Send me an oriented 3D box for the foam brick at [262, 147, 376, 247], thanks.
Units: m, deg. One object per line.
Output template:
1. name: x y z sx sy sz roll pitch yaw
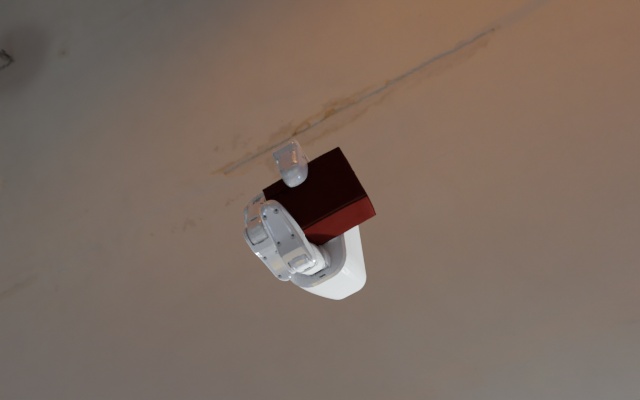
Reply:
1. foam brick: 0.000 0.001 0.410 0.078 0.053 0.051 -29 -26 7
